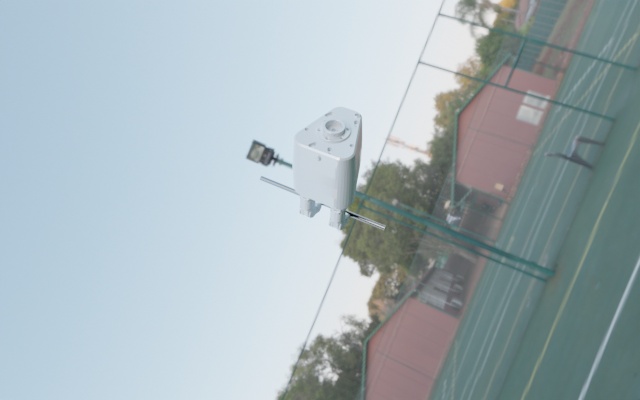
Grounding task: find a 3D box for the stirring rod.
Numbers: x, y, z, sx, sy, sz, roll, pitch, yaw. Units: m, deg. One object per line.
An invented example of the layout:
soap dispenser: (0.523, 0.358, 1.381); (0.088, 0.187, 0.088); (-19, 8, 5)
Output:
stirring rod: (0.000, 0.003, 0.823); (0.239, 0.011, 0.011); (22, 7, 17)
